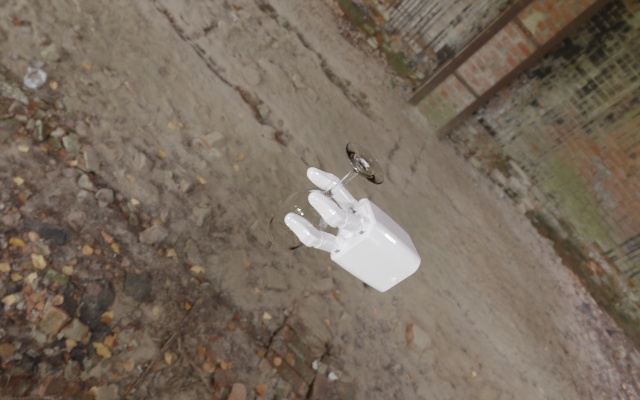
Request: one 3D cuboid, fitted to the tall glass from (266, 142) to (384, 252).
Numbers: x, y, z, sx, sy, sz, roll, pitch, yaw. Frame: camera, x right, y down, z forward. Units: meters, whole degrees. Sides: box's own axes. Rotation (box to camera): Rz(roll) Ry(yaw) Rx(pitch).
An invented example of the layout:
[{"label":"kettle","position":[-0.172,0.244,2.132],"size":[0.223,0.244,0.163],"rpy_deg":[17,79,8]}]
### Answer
[{"label":"tall glass","position":[0.000,0.002,0.727],"size":[0.201,0.079,0.079],"rpy_deg":[-41,-24,32]}]
